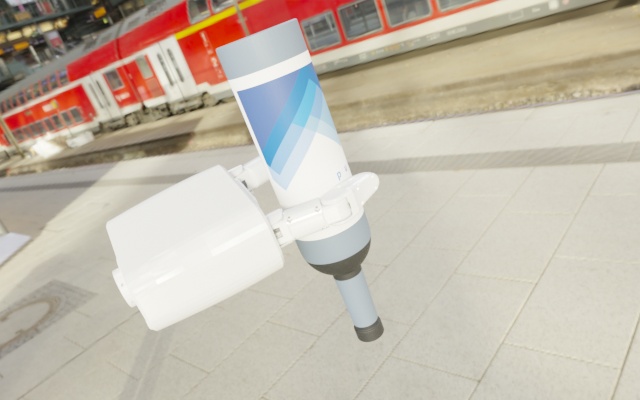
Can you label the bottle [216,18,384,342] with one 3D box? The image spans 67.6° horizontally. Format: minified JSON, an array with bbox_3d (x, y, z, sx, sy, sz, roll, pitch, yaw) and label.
[{"bbox_3d":[0.000,0.001,0.416,0.069,0.296,0.069,-18,21,7],"label":"bottle"}]
